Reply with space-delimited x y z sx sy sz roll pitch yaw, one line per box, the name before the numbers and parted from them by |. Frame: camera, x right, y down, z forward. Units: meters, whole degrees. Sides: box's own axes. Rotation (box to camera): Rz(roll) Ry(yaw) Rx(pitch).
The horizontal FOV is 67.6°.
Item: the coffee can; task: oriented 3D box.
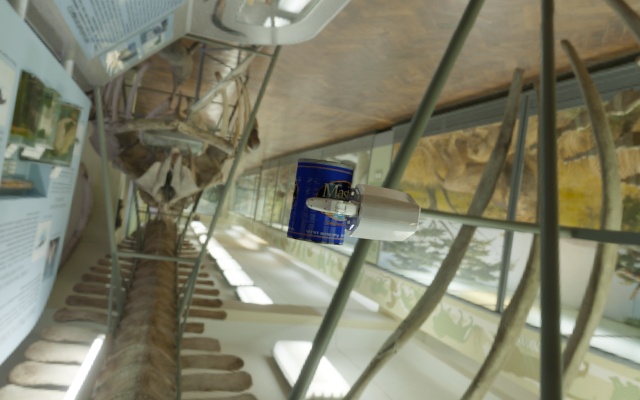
coffee can | 0.000 0.003 0.850 0.103 0.140 0.103 8 -1 0
